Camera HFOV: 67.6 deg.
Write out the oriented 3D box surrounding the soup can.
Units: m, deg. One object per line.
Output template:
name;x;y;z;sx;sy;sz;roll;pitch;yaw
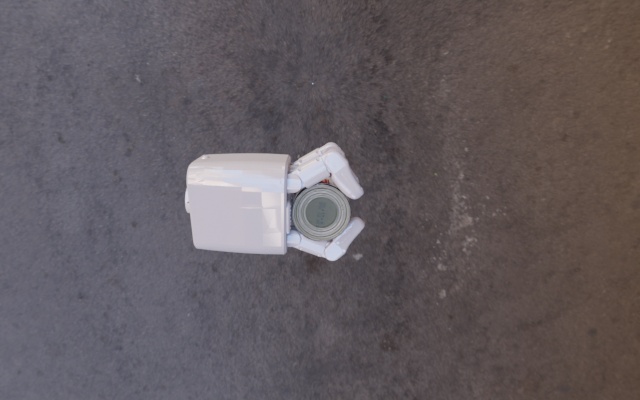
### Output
soup can;0.001;0.002;0.569;0.068;0.068;0.102;0;14;-1
